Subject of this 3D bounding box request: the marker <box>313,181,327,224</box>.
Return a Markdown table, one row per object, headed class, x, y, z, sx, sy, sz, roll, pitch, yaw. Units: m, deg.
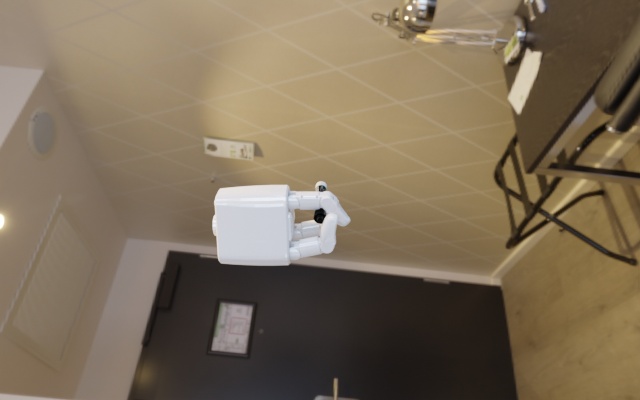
| class | x | y | z | sx | sy | sz | roll | pitch | yaw |
| --- | --- | --- | --- | --- | --- | --- | --- | --- | --- |
| marker | 0.000 | 0.002 | 0.736 | 0.020 | 0.020 | 0.121 | 0 | 26 | 1 |
